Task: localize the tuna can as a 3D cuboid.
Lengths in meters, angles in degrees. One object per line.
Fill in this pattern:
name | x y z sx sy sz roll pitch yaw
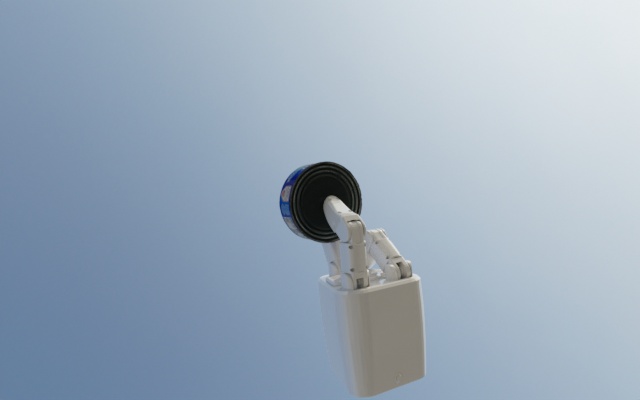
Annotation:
tuna can | 0.000 0.002 0.514 0.086 0.086 0.034 0 1 -27
